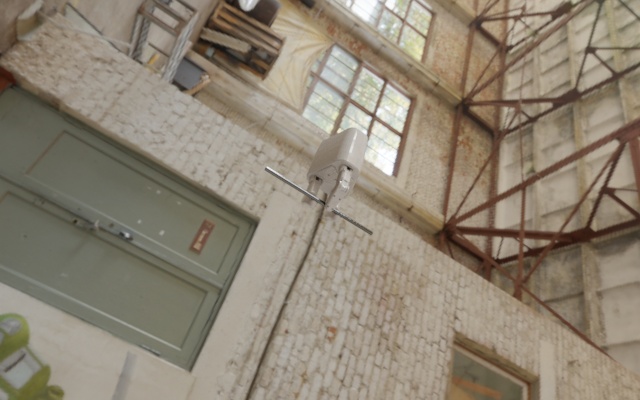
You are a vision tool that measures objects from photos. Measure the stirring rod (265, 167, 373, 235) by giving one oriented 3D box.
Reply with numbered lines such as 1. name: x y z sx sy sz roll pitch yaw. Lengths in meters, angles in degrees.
1. stirring rod: 0.000 0.003 0.890 0.239 0.011 0.011 32 -9 -15
